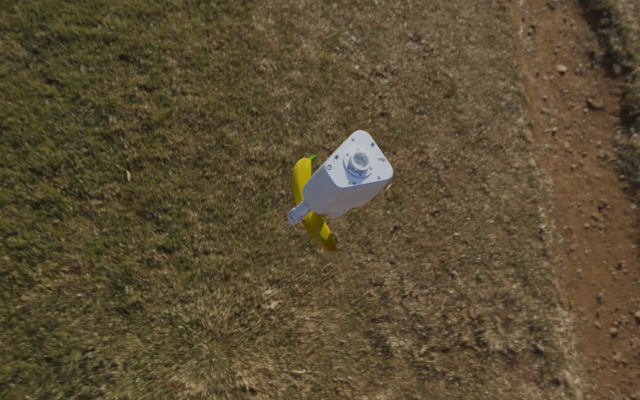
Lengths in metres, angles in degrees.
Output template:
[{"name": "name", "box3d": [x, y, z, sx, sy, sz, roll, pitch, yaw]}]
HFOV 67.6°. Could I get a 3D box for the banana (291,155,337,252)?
[{"name": "banana", "box3d": [-0.017, 0.000, 0.873, 0.069, 0.197, 0.037, 0, -22, -28]}]
